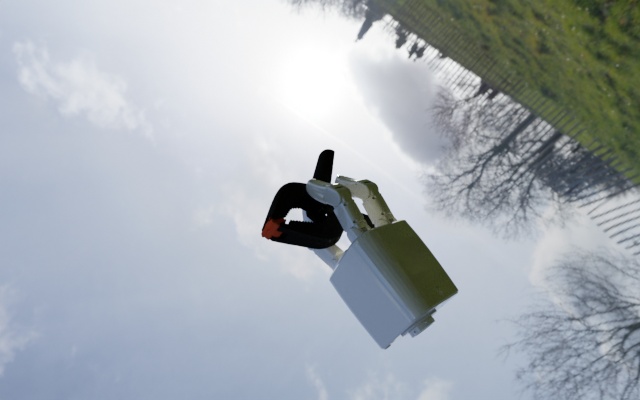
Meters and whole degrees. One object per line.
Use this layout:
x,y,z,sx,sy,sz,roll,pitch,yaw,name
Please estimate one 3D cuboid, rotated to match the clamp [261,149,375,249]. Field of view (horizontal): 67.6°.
-0.001,0.003,0.600,0.210,0.164,0.036,-11,-33,-48,clamp
